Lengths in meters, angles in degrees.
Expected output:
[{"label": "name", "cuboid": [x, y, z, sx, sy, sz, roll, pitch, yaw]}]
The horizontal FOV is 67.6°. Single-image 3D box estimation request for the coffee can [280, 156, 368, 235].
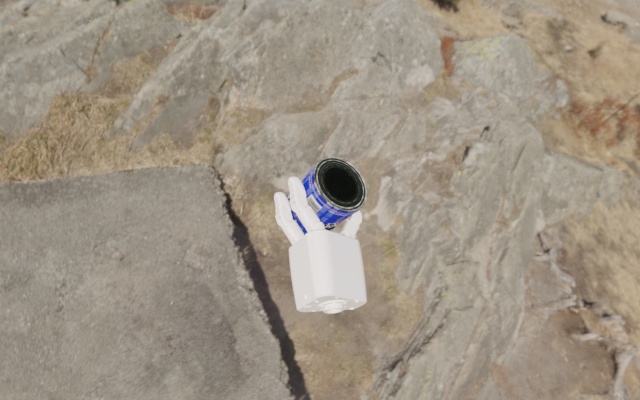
[{"label": "coffee can", "cuboid": [0.000, 0.003, 0.827, 0.103, 0.102, 0.140, 0, -27, -33]}]
